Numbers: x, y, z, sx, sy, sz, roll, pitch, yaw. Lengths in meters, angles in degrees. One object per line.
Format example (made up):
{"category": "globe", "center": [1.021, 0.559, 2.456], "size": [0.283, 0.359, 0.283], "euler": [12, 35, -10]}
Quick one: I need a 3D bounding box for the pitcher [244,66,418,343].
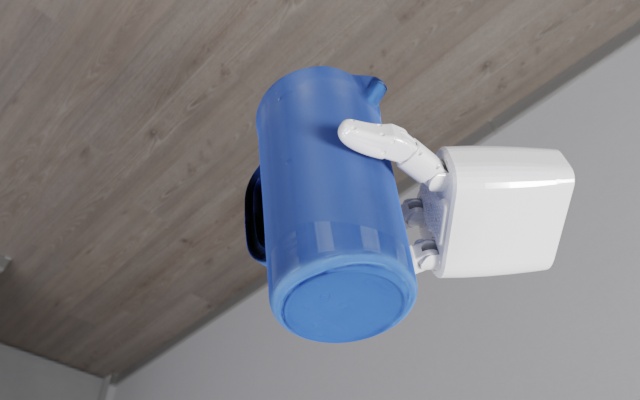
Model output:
{"category": "pitcher", "center": [0.000, 0.001, 0.430], "size": [0.145, 0.149, 0.242], "euler": [0, 43, -6]}
